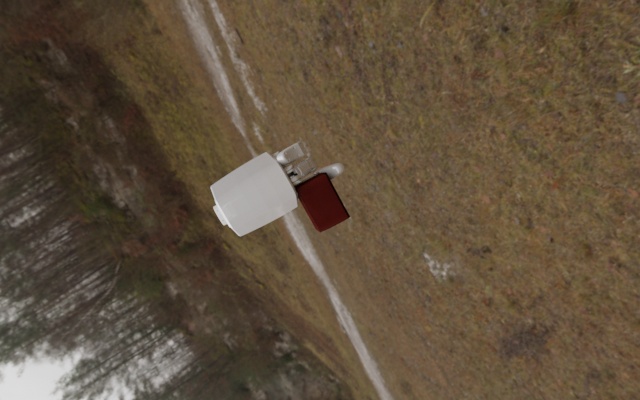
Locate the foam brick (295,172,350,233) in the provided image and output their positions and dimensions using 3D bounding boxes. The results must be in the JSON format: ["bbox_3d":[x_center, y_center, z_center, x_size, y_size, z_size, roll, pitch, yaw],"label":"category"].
[{"bbox_3d":[0.000,0.003,0.725,0.051,0.078,0.053,-30,7,-8],"label":"foam brick"}]
